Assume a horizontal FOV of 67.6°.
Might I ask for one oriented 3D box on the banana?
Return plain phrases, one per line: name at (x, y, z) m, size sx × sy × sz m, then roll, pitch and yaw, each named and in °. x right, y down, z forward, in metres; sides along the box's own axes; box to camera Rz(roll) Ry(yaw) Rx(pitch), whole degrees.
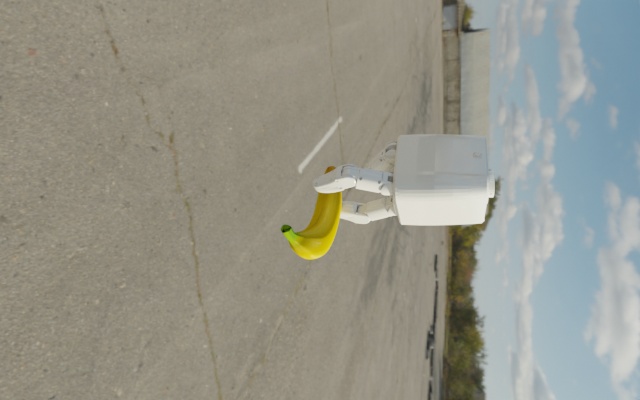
banana at (0.001, 0.020, 0.600) m, size 0.037 × 0.070 × 0.197 m, roll 1°, pitch 24°, yaw 15°
